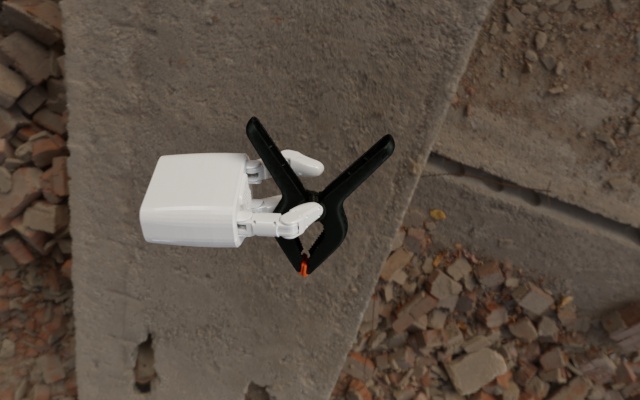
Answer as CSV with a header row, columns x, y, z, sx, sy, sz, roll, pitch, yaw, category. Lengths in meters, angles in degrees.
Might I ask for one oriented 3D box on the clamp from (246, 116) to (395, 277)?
x,y,z,sx,sy,sz,roll,pitch,yaw,category
0.000,0.003,0.570,0.164,0.210,0.036,2,31,3,clamp
